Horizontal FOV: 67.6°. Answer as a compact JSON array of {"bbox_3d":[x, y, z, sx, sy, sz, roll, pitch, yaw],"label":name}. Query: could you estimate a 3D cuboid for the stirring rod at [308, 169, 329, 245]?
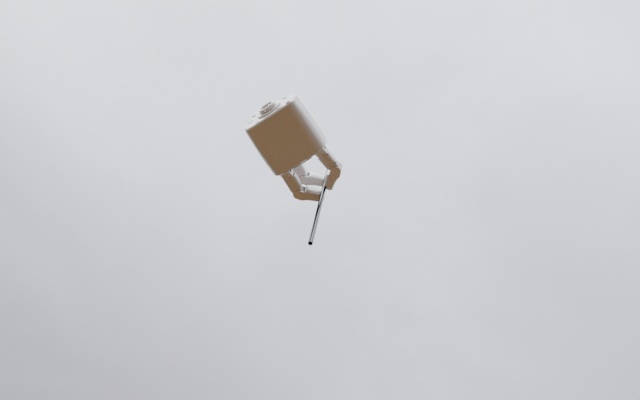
[{"bbox_3d":[0.000,0.003,0.882,0.011,0.011,0.239,0,34,10],"label":"stirring rod"}]
